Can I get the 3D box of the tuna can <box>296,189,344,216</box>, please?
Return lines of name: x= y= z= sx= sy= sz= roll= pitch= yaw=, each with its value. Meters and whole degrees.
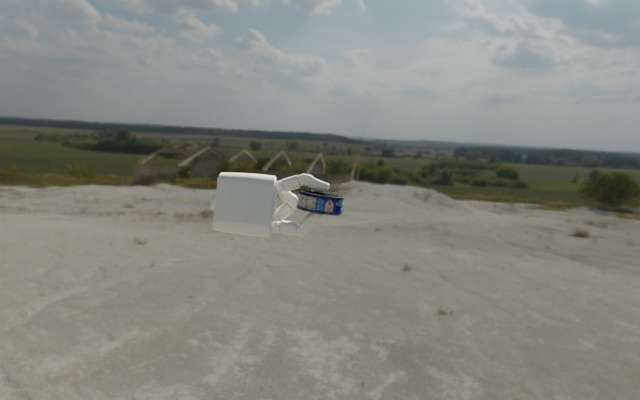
tuna can: x=0.000 y=0.002 z=0.878 sx=0.086 sy=0.034 sz=0.086 roll=9 pitch=6 yaw=-1
